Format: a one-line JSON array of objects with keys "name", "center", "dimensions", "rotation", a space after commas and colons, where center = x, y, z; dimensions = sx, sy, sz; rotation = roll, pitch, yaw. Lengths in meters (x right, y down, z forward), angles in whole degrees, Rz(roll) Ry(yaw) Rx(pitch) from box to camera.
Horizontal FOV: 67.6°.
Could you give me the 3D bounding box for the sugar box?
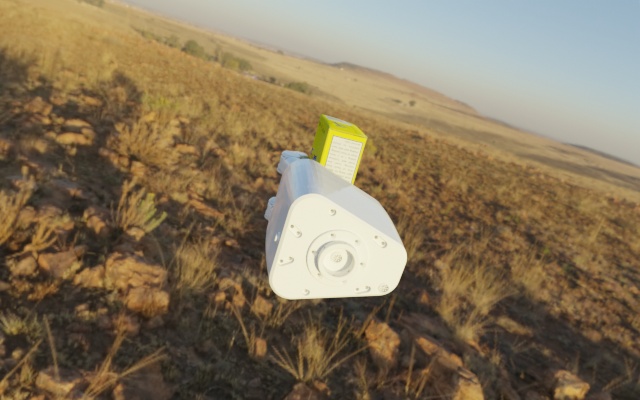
[{"name": "sugar box", "center": [0.000, 0.002, 0.521], "dimensions": [0.048, 0.176, 0.093], "rotation": [15, 16, -10]}]
